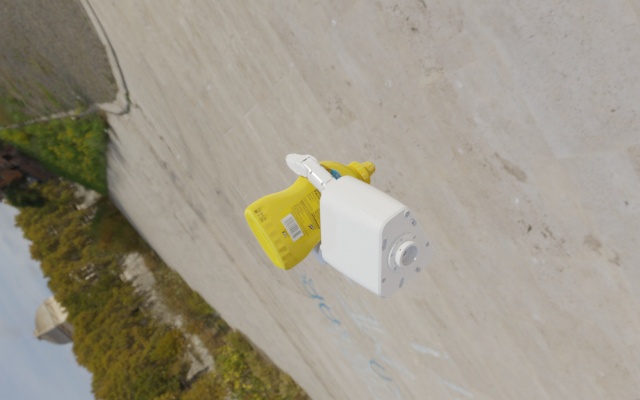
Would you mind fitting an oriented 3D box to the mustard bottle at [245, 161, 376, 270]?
[{"bbox_3d":[0.000,0.002,0.643,0.191,0.096,0.058,-35,13,-21],"label":"mustard bottle"}]
